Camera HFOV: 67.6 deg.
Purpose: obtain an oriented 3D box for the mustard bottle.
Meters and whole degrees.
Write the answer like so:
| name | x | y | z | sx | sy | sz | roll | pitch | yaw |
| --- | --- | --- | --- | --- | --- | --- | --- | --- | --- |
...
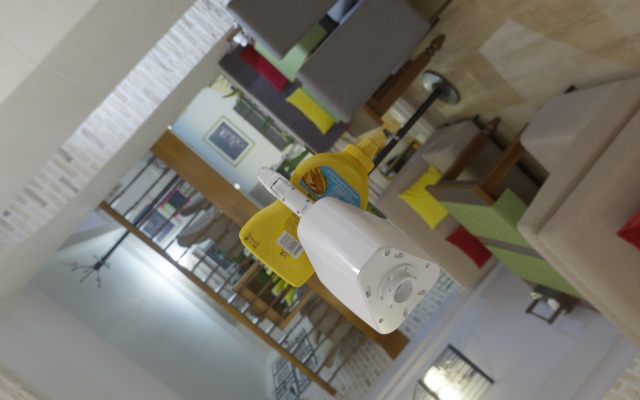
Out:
| name | x | y | z | sx | sy | sz | roll | pitch | yaw |
| --- | --- | --- | --- | --- | --- | --- | --- | --- | --- |
| mustard bottle | 0.000 | 0.002 | 0.566 | 0.096 | 0.191 | 0.058 | 42 | -4 | -14 |
